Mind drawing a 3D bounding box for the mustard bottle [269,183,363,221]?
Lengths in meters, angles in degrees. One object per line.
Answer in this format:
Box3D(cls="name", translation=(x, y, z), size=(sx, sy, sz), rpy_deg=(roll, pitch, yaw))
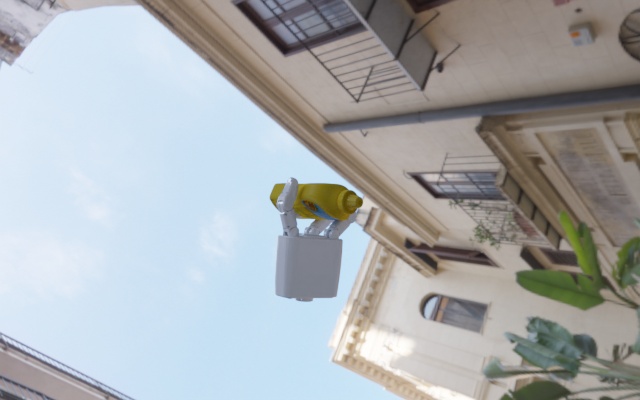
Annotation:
Box3D(cls="mustard bottle", translation=(0.000, 0.002, 0.848), size=(0.191, 0.058, 0.096), rpy_deg=(1, -27, 48))
